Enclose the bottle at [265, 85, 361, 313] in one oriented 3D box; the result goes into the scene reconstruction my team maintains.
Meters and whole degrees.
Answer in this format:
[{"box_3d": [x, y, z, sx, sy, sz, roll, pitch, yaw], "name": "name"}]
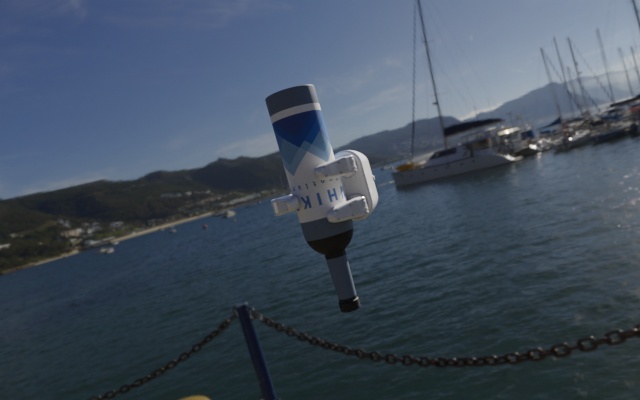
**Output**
[{"box_3d": [0.000, 0.002, 0.625, 0.069, 0.296, 0.069, -16, 2, 1], "name": "bottle"}]
